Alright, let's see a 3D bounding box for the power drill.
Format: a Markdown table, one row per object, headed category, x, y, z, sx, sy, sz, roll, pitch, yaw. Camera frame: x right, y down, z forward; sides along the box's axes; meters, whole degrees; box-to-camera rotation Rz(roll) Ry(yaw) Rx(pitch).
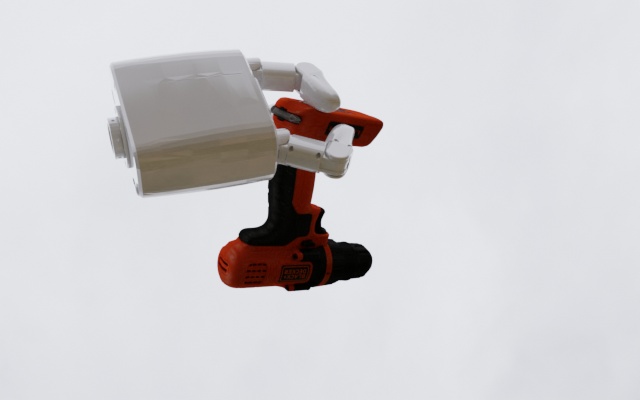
| category | x | y | z | sx | sy | sz | roll | pitch | yaw |
| --- | --- | --- | --- | --- | --- | --- | --- | --- | --- |
| power drill | 0.000 | 0.001 | 0.475 | 0.184 | 0.188 | 0.057 | 3 | 18 | -39 |
